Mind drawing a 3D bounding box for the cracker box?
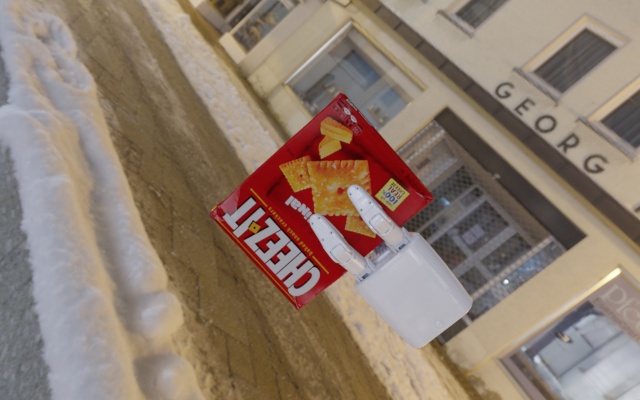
[{"bbox_3d":[0.000,0.002,0.580,0.214,0.164,0.072,-41,5,10],"label":"cracker box"}]
